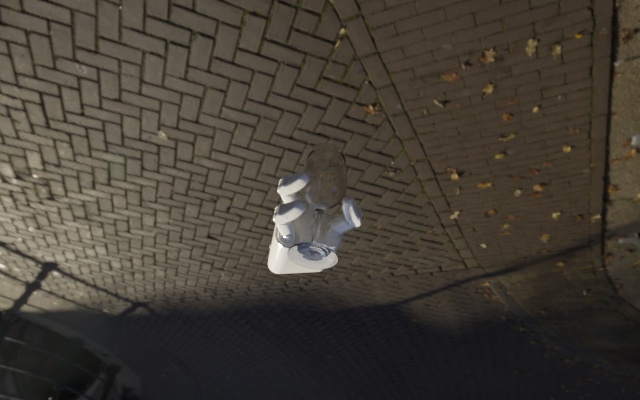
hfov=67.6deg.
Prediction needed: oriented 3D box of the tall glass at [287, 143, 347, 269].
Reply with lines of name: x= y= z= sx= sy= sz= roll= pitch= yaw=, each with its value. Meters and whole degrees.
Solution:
tall glass: x=0.000 y=0.003 z=0.748 sx=0.079 sy=0.201 sz=0.079 roll=5 pitch=-36 yaw=4
